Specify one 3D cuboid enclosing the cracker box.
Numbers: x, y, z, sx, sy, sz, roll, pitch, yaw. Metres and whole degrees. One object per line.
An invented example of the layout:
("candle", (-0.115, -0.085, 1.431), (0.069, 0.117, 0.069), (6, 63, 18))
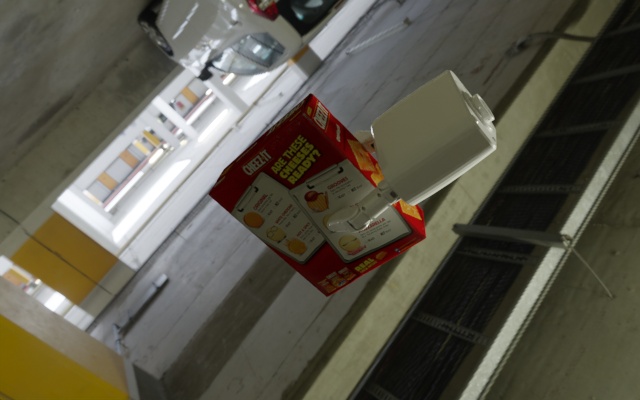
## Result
("cracker box", (0.000, 0.002, 0.592), (0.164, 0.214, 0.072), (-36, 22, 26))
